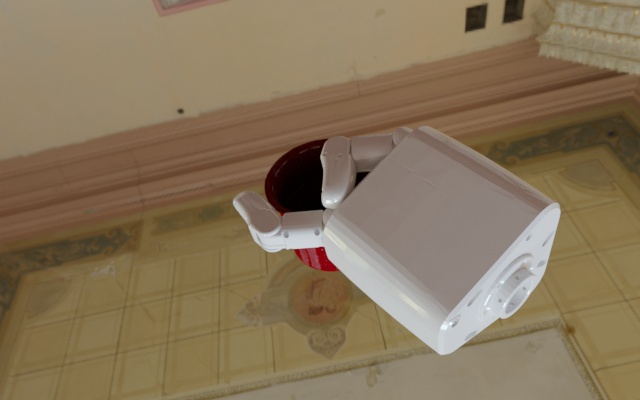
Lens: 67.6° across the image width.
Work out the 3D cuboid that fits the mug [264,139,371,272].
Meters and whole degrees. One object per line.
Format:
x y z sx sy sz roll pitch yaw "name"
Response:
-0.001 0.001 0.420 0.093 0.082 0.117 -35 48 -18 "mug"
